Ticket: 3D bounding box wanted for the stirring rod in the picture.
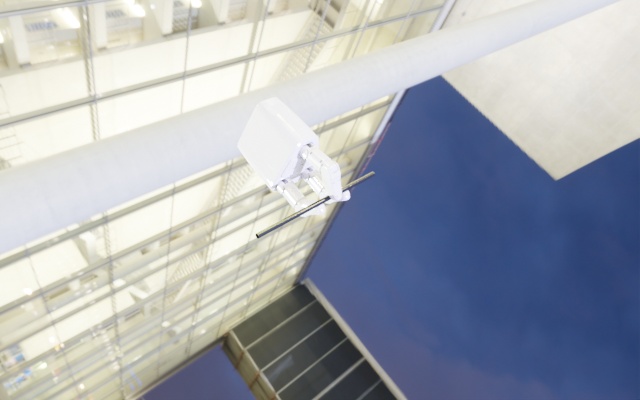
[{"bbox_3d":[0.000,0.002,0.724,0.239,0.011,0.011,-28,17,-35],"label":"stirring rod"}]
